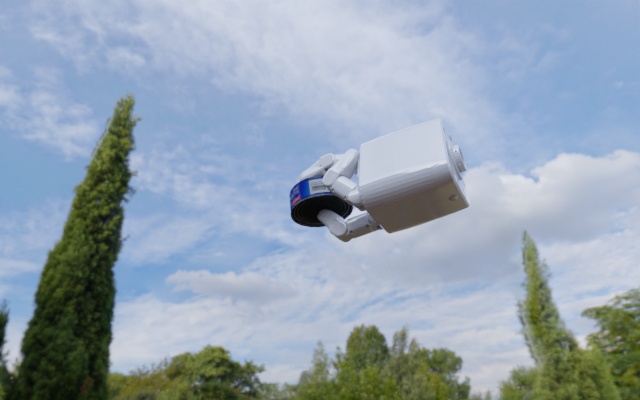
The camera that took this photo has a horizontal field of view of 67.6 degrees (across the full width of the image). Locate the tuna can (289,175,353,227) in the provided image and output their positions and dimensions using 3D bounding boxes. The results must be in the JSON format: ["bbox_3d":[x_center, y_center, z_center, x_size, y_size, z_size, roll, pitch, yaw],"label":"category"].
[{"bbox_3d":[0.000,0.002,0.657,0.086,0.033,0.086,-6,-31,-4],"label":"tuna can"}]
